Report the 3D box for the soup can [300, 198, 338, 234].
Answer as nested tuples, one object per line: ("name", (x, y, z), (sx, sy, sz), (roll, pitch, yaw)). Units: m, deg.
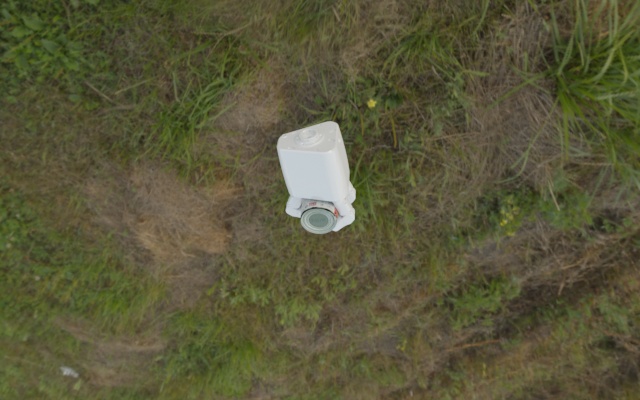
("soup can", (0.000, 0.003, 0.886), (0.068, 0.069, 0.102), (0, 43, 5))
